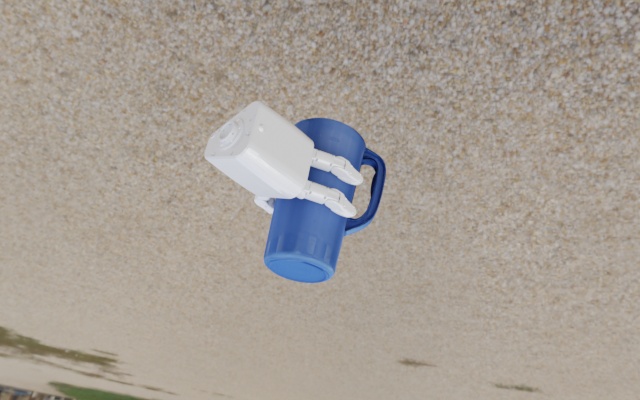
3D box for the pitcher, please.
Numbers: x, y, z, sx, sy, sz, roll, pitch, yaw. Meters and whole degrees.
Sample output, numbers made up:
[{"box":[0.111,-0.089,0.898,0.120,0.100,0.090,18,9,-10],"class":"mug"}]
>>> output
[{"box":[0.000,0.002,0.755,0.149,0.242,0.145,-14,-37,40],"class":"pitcher"}]
